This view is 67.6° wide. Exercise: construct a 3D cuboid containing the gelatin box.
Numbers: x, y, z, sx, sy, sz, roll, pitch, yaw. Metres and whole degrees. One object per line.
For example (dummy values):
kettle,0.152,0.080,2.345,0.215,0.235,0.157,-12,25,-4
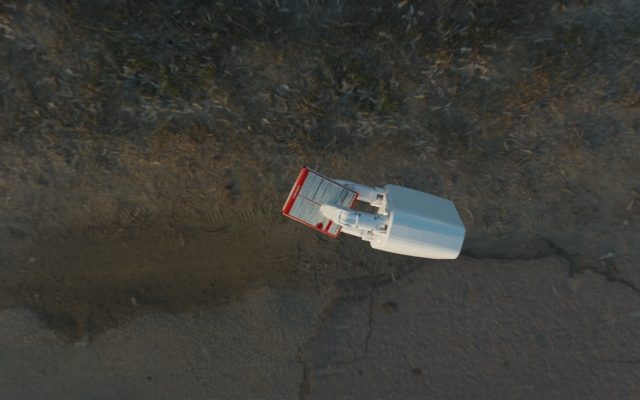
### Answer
gelatin box,0.000,0.002,0.690,0.089,0.073,0.030,25,7,-10
